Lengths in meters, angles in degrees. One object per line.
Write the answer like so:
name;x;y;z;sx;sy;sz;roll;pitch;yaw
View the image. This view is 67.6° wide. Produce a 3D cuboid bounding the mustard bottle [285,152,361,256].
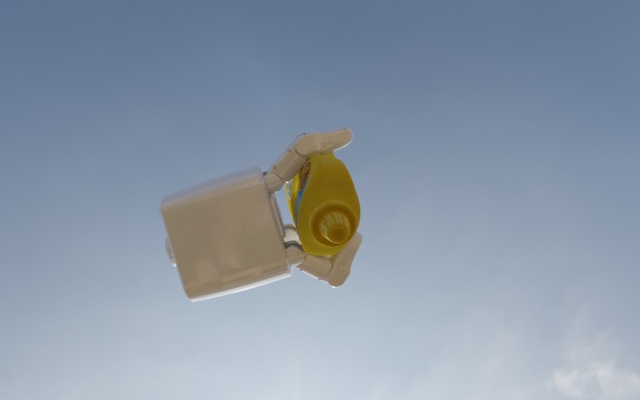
mustard bottle;0.000;0.001;0.480;0.058;0.096;0.191;7;14;-10
